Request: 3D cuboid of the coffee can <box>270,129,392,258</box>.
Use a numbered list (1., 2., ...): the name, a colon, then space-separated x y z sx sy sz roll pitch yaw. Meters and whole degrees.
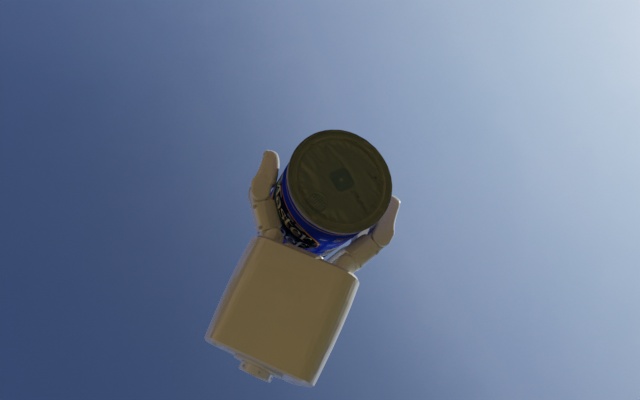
1. coffee can: 0.000 0.001 0.504 0.103 0.102 0.140 0 -18 -17
